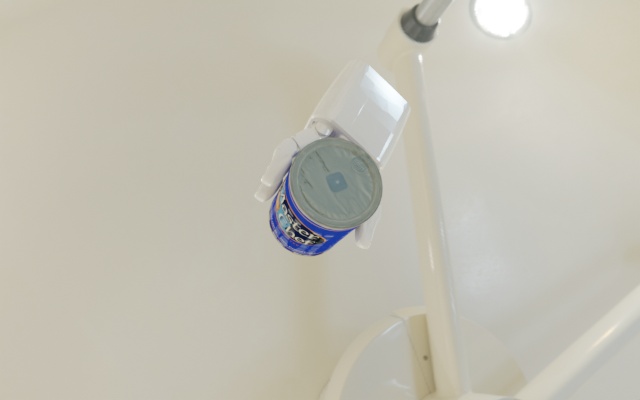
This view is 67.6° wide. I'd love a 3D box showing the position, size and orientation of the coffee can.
[{"bbox_3d":[0.000,0.002,0.566,0.103,0.102,0.140,0,-18,-16],"label":"coffee can"}]
